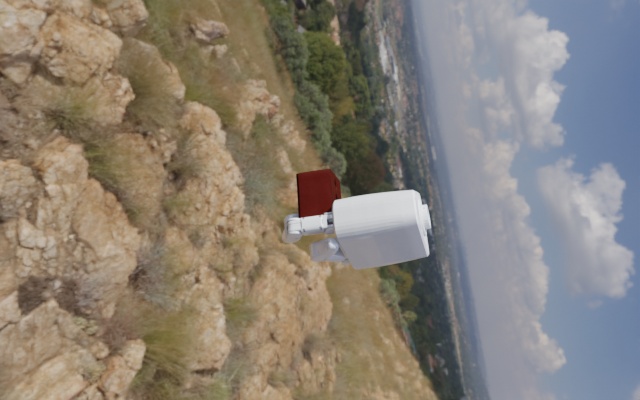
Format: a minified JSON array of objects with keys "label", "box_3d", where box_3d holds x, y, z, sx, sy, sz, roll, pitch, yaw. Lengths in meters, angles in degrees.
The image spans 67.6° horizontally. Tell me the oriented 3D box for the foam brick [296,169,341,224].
[{"label":"foam brick","box_3d":[0.000,0.002,0.670,0.051,0.078,0.053,-10,-21,16]}]
